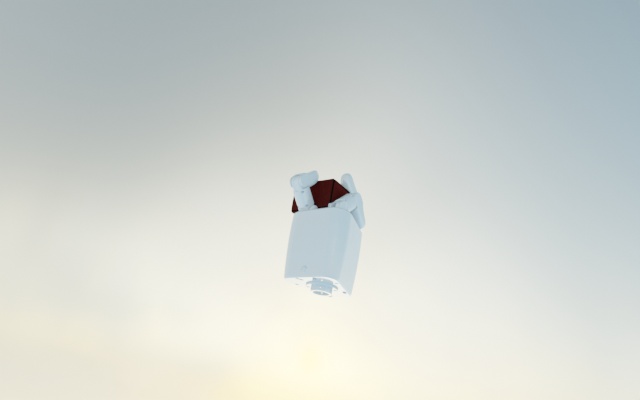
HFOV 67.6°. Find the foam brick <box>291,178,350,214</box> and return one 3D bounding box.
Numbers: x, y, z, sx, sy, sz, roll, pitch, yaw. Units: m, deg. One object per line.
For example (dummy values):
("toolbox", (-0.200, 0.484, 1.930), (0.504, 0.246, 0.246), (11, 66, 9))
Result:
("foam brick", (0.000, 0.003, 0.774), (0.078, 0.051, 0.053), (-8, -30, 35))
